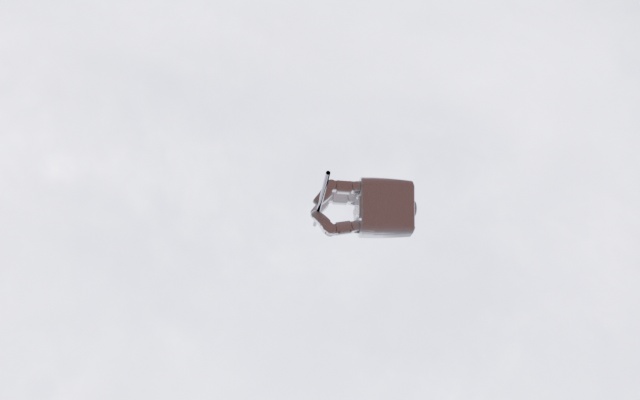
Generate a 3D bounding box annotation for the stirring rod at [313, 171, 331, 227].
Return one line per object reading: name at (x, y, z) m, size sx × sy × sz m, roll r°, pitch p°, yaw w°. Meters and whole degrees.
stirring rod at (0.000, 0.003, 0.879) m, size 0.011 × 0.011 × 0.240 m, roll 0°, pitch -23°, yaw -6°
